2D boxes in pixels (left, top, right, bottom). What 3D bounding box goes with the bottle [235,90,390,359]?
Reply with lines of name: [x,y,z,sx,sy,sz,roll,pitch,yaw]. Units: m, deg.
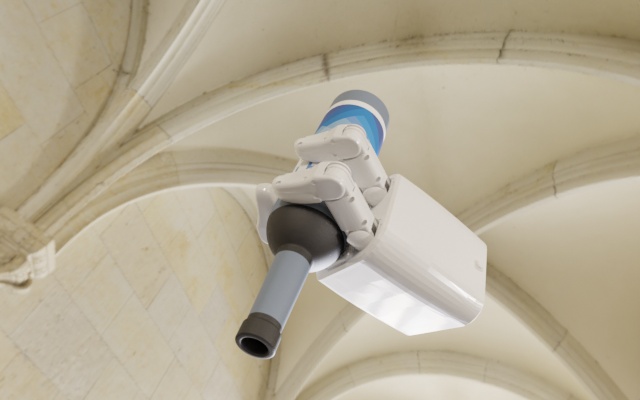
bottle: [0.000,0.001,0.409,0.069,0.069,0.295,0,38,21]
